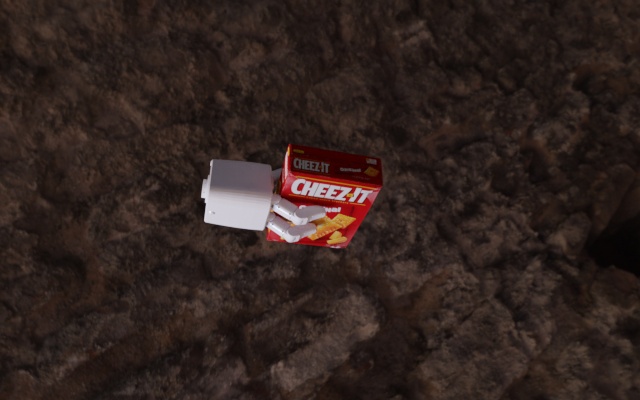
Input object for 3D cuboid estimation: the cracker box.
[{"bbox_3d":[0.000,0.003,0.870,0.164,0.072,0.214,8,-36,-13],"label":"cracker box"}]
